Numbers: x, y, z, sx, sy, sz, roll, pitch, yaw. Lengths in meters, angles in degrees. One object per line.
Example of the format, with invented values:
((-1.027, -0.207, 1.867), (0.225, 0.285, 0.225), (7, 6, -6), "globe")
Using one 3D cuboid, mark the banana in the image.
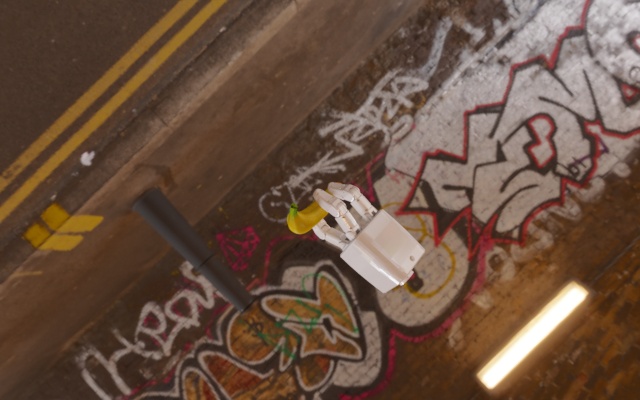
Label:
((-0.011, 0.018, 0.842), (0.037, 0.070, 0.197), (39, 25, 10), "banana")
